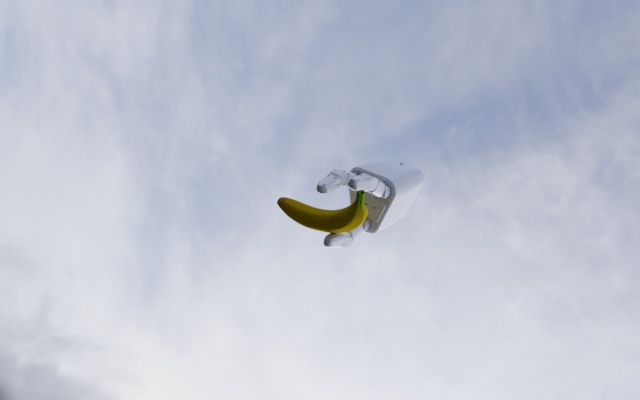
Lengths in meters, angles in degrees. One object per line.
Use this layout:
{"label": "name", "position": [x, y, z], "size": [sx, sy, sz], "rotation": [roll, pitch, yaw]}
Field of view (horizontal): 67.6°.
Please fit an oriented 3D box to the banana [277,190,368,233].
{"label": "banana", "position": [0.007, 0.020, 0.769], "size": [0.198, 0.069, 0.037], "rotation": [-6, 13, 44]}
